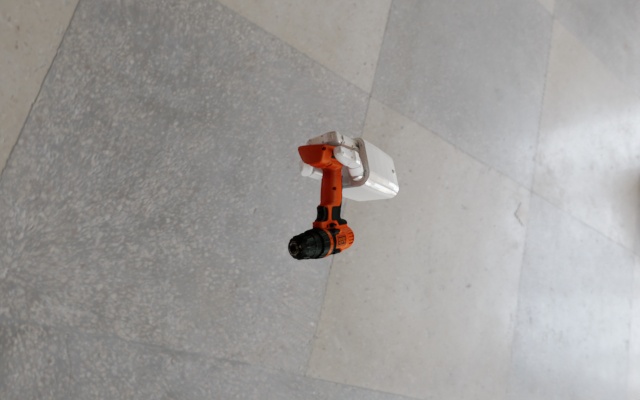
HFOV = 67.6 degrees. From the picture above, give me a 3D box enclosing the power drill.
[{"bbox_3d":[0.000,0.002,0.800,0.057,0.187,0.184,1,2,27],"label":"power drill"}]
